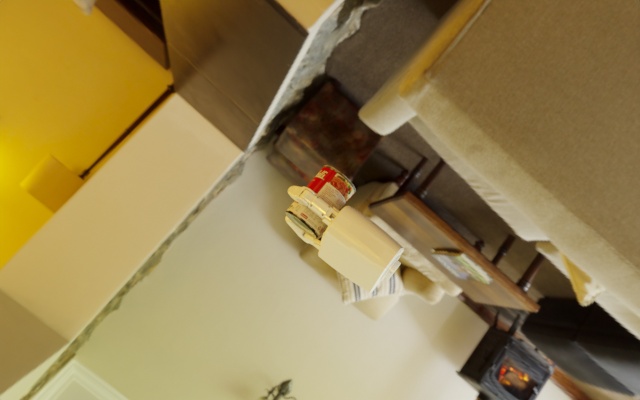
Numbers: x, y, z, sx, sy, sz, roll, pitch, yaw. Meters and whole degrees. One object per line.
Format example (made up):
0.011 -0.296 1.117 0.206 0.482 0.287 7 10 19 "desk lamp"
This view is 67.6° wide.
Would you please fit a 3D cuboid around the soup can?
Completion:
0.000 0.002 0.777 0.068 0.102 0.068 37 -13 10 "soup can"
